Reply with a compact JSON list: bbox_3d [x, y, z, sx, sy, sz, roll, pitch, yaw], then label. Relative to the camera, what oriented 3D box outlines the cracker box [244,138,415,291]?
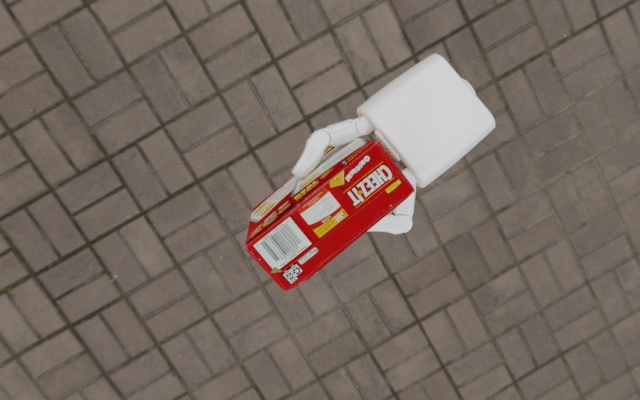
[{"bbox_3d":[0.000,0.002,0.556,0.164,0.072,0.213,-39,10,1],"label":"cracker box"}]
